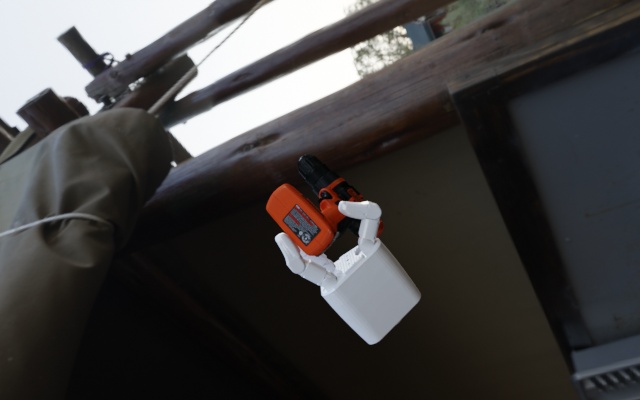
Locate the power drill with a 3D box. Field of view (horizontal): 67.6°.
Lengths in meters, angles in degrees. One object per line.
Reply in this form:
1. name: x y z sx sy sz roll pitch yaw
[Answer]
1. power drill: 0.000 0.003 0.726 0.184 0.057 0.187 45 26 13
